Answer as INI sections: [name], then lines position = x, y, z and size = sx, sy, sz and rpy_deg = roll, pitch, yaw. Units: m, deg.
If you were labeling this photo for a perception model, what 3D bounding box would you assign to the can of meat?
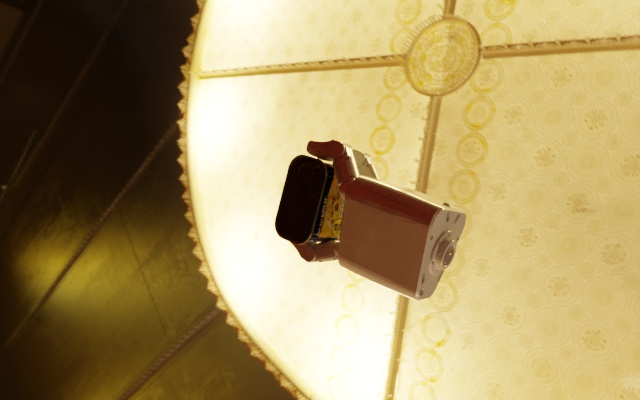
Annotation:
[can of meat]
position = 0.000, 0.002, 0.583
size = 0.057, 0.102, 0.084
rpy_deg = 18, 6, 37
